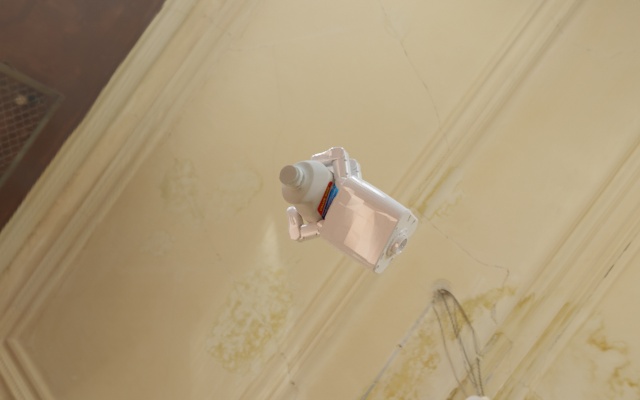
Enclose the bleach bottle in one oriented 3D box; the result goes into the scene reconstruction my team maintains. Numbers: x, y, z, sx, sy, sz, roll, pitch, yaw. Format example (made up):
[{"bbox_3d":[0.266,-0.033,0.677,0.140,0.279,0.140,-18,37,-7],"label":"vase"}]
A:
[{"bbox_3d":[0.000,0.002,0.776,0.068,0.102,0.251,33,0,28],"label":"bleach bottle"}]
